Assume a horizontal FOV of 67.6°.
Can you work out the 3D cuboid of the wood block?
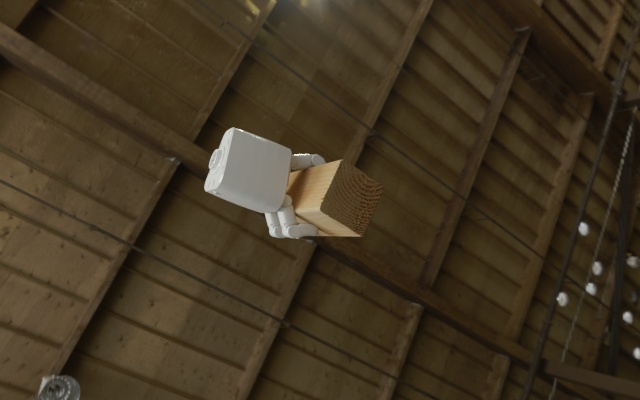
[{"bbox_3d":[0.000,0.002,0.805,0.090,0.090,0.206,32,-17,-23],"label":"wood block"}]
